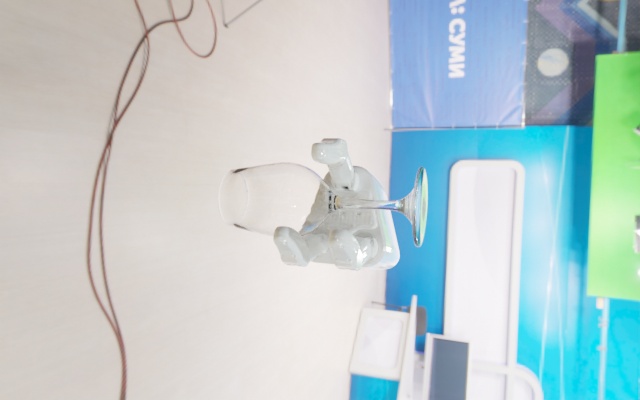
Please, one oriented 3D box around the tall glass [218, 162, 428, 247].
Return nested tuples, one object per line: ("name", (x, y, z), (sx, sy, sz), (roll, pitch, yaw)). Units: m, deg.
("tall glass", (0.001, 0.001, 0.474), (0.201, 0.079, 0.079), (3, 1, 20))
